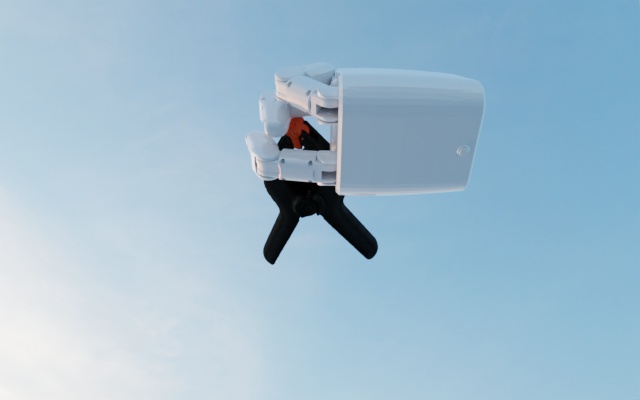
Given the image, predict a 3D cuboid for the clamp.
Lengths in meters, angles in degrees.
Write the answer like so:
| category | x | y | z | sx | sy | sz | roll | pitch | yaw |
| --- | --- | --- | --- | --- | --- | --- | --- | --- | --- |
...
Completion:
| category | x | y | z | sx | sy | sz | roll | pitch | yaw |
| --- | --- | --- | --- | --- | --- | --- | --- | --- | --- |
| clamp | 0.000 | 0.001 | 0.461 | 0.120 | 0.172 | 0.039 | -1 | 42 | -3 |
